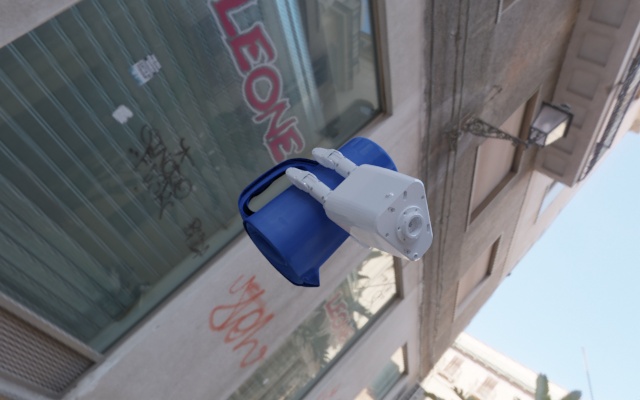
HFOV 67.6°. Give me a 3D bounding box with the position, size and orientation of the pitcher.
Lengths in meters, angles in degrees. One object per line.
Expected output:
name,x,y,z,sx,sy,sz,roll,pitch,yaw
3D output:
pitcher,0.000,0.003,0.755,0.242,0.149,0.145,-42,32,-18
